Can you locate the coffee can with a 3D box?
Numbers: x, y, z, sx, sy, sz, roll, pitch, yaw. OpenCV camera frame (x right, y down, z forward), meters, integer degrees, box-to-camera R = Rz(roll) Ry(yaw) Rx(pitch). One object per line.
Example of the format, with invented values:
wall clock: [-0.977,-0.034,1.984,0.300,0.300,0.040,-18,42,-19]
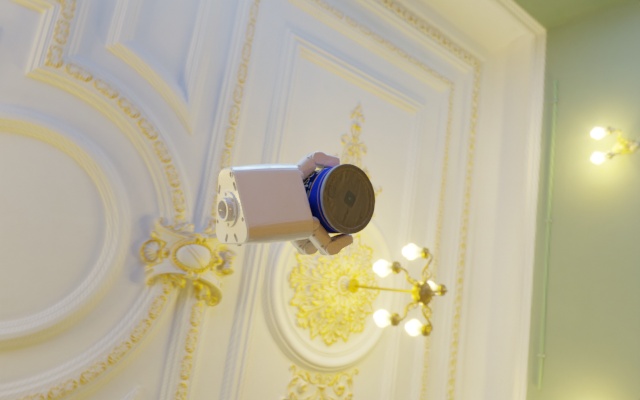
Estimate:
coffee can: [0.000,0.002,0.745,0.103,0.103,0.140,0,-4,-39]
